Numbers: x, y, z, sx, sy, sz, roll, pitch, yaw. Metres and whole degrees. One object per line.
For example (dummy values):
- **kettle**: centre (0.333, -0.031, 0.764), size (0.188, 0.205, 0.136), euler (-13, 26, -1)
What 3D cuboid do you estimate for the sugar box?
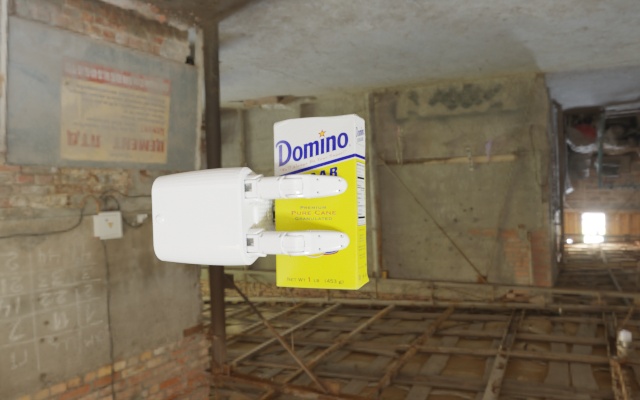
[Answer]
- **sugar box**: centre (0.000, 0.002, 0.505), size (0.093, 0.176, 0.048), euler (-2, 2, 20)
